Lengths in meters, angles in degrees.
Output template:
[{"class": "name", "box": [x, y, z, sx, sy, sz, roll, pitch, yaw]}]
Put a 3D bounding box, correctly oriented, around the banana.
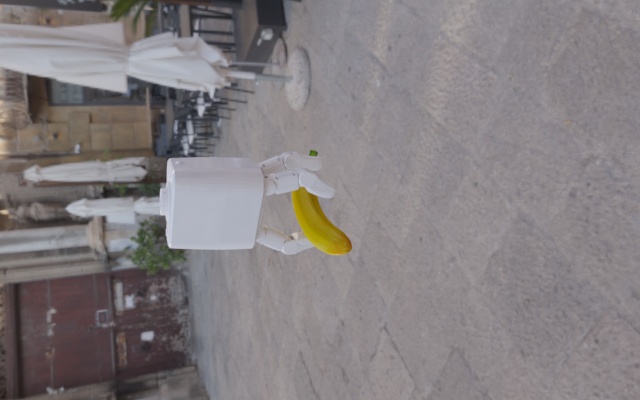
[{"class": "banana", "box": [-0.007, 0.014, 0.646, 0.037, 0.070, 0.197, 5, 40, -24]}]
